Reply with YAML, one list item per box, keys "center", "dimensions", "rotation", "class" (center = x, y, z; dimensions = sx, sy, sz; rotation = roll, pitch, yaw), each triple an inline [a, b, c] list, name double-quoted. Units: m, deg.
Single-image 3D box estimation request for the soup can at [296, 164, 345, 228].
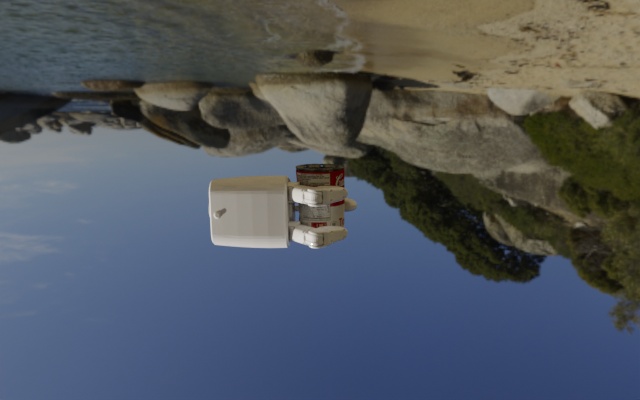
- center: [0.001, 0.002, 0.669]
  dimensions: [0.068, 0.102, 0.068]
  rotation: [-1, 10, 0]
  class: "soup can"
